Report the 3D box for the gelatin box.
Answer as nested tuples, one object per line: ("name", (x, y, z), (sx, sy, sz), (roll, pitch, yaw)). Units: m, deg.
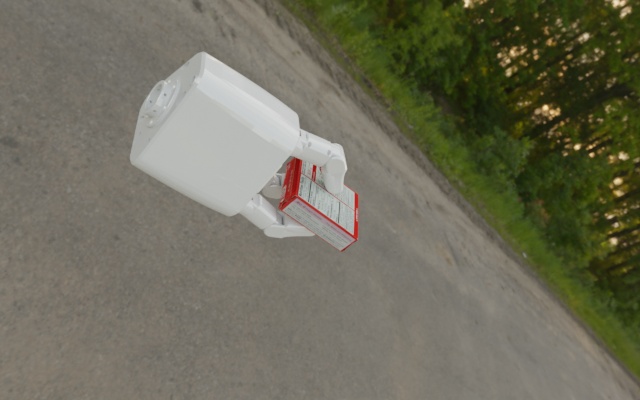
("gelatin box", (0.001, 0.002, 0.507), (0.089, 0.073, 0.030), (35, -55, -23))
